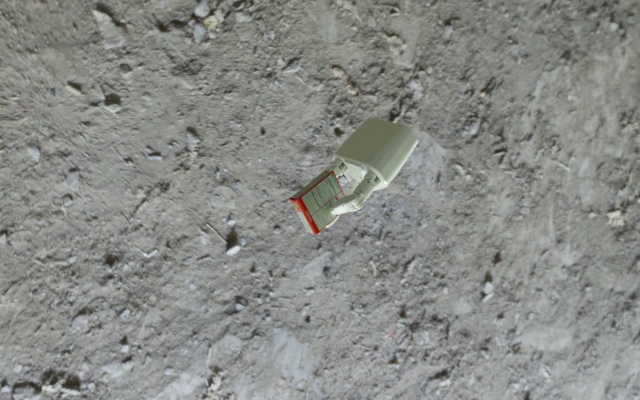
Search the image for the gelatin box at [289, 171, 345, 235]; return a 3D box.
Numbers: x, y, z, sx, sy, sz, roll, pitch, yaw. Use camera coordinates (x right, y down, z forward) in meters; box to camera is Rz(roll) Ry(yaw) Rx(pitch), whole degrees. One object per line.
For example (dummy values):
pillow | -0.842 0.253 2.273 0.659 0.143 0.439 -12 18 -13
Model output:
gelatin box | 0.000 0.003 0.814 0.089 0.073 0.030 -40 25 -27
